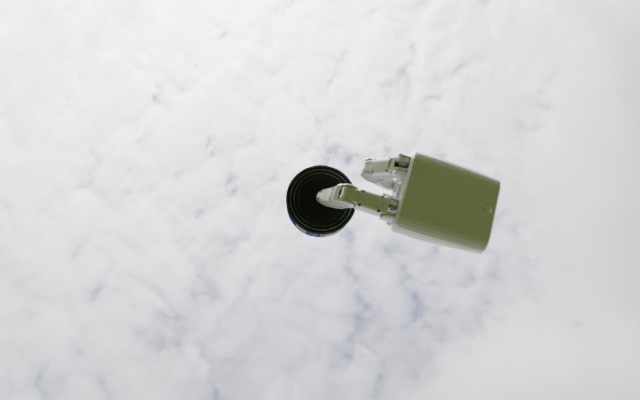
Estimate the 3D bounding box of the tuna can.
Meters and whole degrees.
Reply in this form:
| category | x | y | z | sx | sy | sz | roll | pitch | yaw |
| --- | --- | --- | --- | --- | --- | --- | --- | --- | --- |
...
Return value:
| category | x | y | z | sx | sy | sz | roll | pitch | yaw |
| --- | --- | --- | --- | --- | --- | --- | --- | --- | --- |
| tuna can | 0.000 | 0.002 | 0.589 | 0.086 | 0.086 | 0.034 | 0 | -13 | -4 |
